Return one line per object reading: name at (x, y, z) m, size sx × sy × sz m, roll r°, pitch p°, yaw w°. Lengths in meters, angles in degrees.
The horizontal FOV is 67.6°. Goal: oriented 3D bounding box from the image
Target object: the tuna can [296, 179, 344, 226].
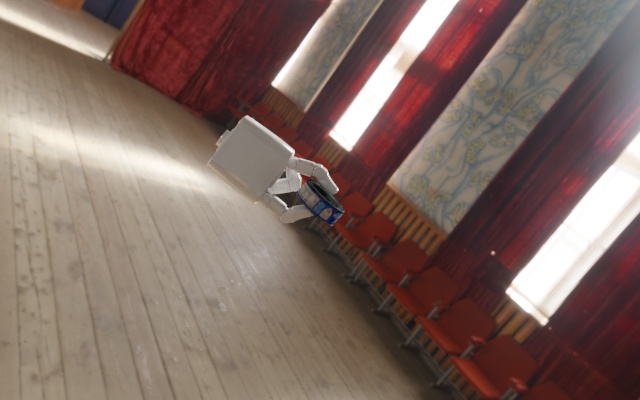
tuna can at (0.001, 0.002, 0.820) m, size 0.086 × 0.034 × 0.086 m, roll 41°, pitch 10°, yaw -9°
